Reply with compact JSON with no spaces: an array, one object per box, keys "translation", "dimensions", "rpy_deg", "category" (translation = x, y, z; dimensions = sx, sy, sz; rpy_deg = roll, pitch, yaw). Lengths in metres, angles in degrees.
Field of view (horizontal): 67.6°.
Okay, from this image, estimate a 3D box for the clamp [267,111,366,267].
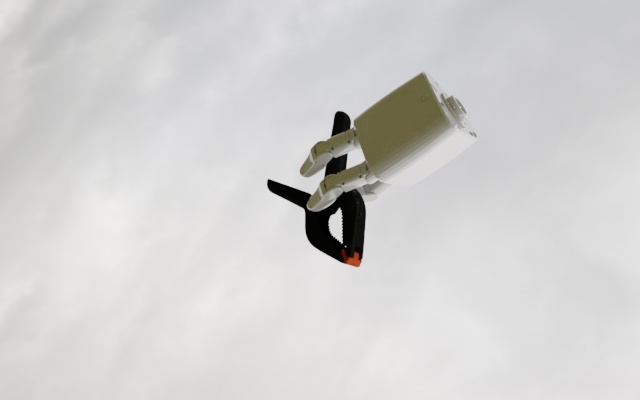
[{"translation":[0.001,0.003,0.640],"dimensions":[0.164,0.209,0.036],"rpy_deg":[-36,-37,30],"category":"clamp"}]
